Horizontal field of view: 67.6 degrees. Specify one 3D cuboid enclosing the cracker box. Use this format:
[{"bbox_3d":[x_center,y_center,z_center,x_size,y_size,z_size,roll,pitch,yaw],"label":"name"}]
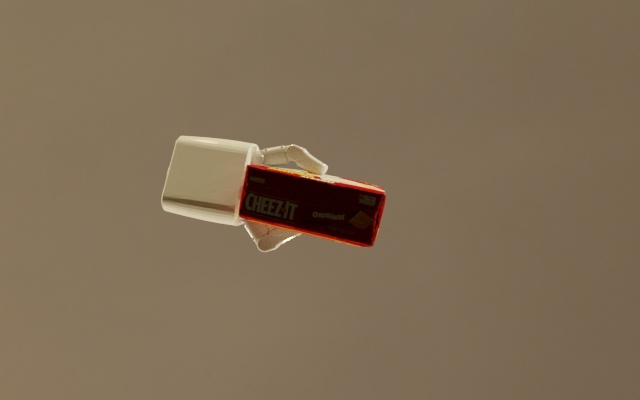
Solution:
[{"bbox_3d":[0.000,0.002,0.642,0.164,0.072,0.213,12,5,6],"label":"cracker box"}]
